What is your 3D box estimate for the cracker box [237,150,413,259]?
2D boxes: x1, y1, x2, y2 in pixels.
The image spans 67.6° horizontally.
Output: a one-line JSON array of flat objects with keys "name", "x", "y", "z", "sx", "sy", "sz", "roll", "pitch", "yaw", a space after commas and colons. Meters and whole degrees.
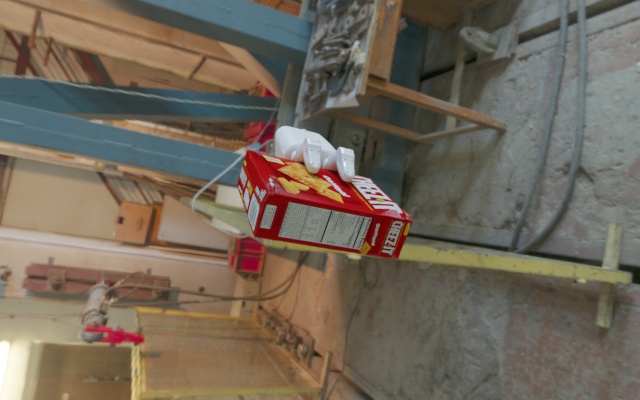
[{"name": "cracker box", "x": 0.000, "y": 0.002, "z": 0.686, "sx": 0.214, "sy": 0.072, "sz": 0.164, "roll": 11, "pitch": 21, "yaw": -22}]
